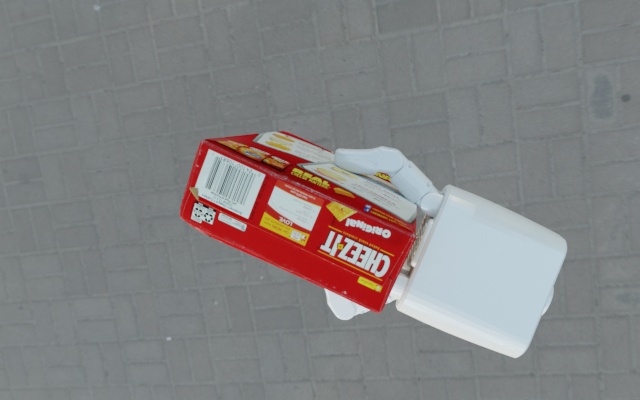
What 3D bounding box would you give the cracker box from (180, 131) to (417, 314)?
[{"bbox_3d":[0.000,0.001,0.428,0.164,0.072,0.213,24,13,7],"label":"cracker box"}]
